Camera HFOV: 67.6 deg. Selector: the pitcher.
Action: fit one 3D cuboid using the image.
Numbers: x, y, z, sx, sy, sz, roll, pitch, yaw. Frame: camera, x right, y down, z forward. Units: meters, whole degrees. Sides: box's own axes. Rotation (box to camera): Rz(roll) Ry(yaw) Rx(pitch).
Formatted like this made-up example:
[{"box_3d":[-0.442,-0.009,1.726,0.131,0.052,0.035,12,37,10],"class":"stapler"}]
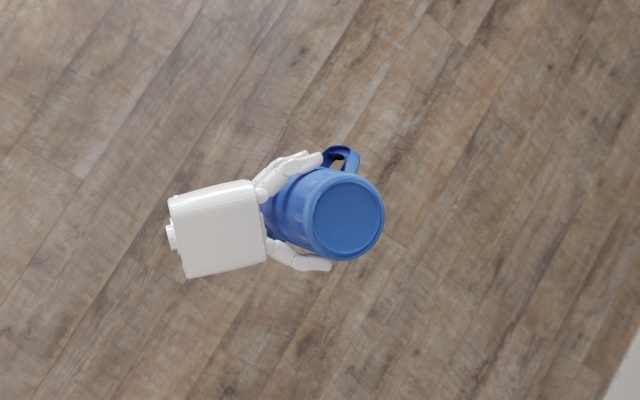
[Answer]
[{"box_3d":[0.000,0.002,0.681,0.145,0.149,0.243,-12,8,-17],"class":"pitcher"}]
